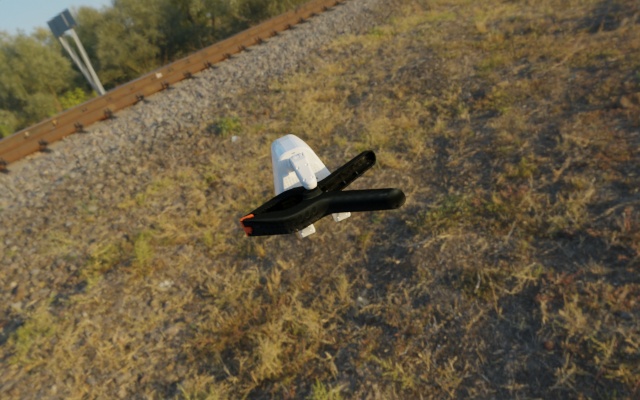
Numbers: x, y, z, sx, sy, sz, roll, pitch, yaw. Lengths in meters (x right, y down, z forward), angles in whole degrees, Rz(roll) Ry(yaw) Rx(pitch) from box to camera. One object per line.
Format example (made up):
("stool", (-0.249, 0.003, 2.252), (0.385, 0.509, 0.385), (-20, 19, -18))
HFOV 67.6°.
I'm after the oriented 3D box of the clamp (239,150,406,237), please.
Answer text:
("clamp", (-0.001, 0.001, 0.611), (0.210, 0.036, 0.164), (-23, 24, -5))
